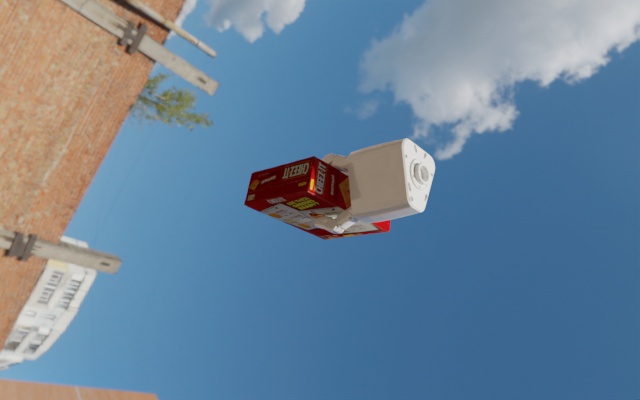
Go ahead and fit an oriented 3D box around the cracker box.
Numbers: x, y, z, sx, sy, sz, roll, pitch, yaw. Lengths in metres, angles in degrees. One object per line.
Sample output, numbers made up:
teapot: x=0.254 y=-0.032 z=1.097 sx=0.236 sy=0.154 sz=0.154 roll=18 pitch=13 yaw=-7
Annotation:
cracker box: x=0.000 y=0.003 z=0.857 sx=0.164 sy=0.072 sz=0.214 roll=-11 pitch=-28 yaw=43
